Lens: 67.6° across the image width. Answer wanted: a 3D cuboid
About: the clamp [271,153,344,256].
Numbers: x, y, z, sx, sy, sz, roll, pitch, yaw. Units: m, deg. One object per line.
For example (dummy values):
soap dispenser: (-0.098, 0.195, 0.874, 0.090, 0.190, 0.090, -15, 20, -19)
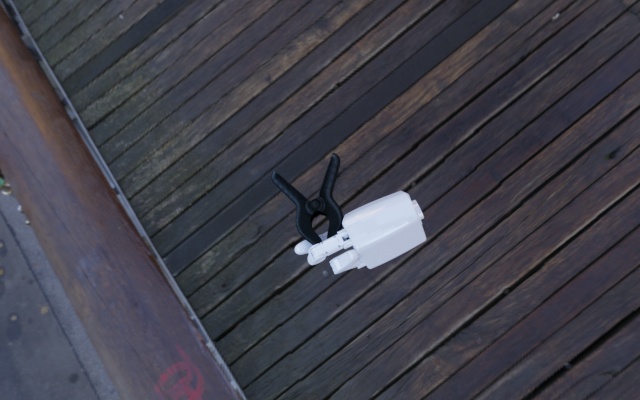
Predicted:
clamp: (0.000, 0.003, 0.791, 0.120, 0.171, 0.039, -26, -16, 6)
